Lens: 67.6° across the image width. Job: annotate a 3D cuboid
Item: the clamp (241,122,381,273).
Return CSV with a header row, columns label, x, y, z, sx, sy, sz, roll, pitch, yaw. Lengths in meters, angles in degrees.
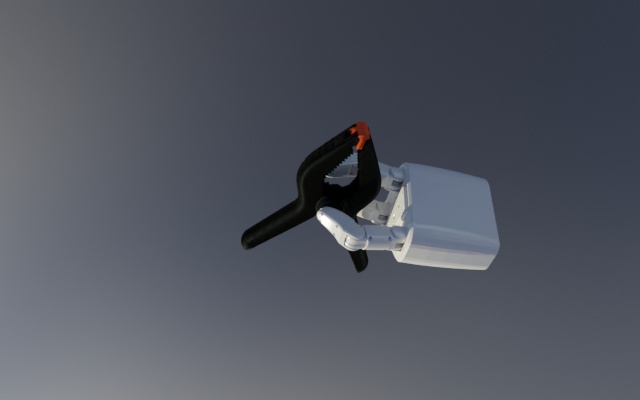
label,x,y,z,sx,sy,sz,roll,pitch,yaw
clamp,0.000,0.002,0.545,0.164,0.210,0.036,7,40,-11
